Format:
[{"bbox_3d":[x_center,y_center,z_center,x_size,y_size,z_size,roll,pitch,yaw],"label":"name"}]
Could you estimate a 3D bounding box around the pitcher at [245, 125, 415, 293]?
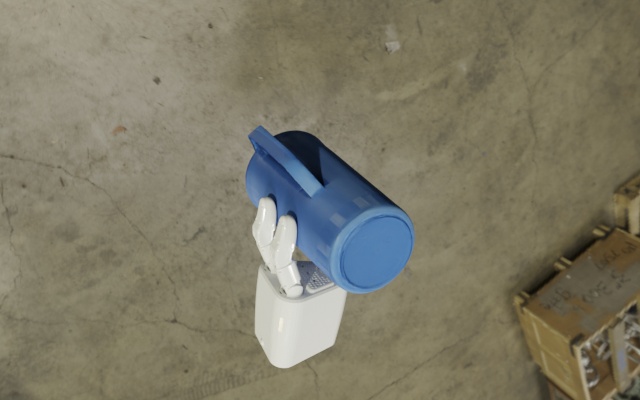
[{"bbox_3d":[0.000,0.002,0.593,0.149,0.145,0.242,-1,24,-29],"label":"pitcher"}]
